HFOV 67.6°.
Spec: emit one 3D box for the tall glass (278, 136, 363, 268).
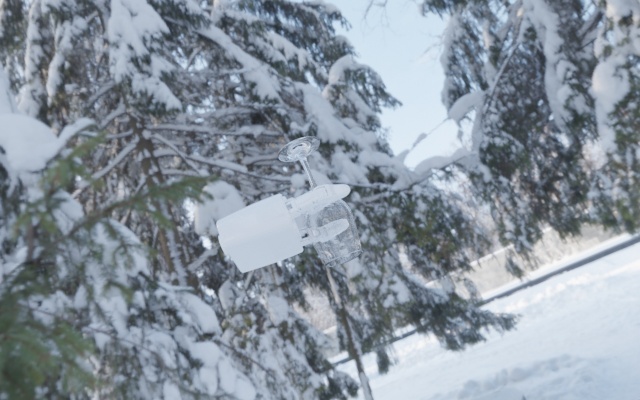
[{"bbox_3d":[0.000,0.002,0.758,0.079,0.201,0.079,-21,-18,-7],"label":"tall glass"}]
